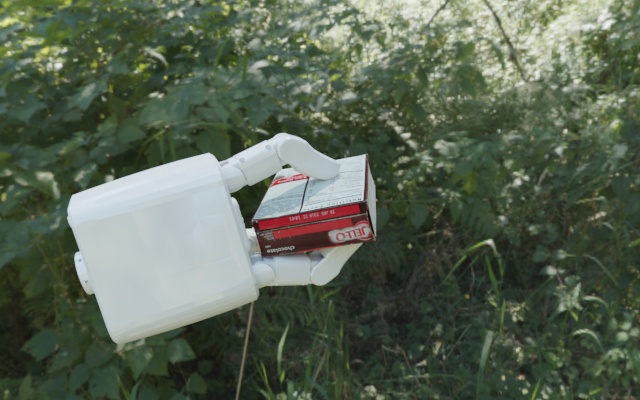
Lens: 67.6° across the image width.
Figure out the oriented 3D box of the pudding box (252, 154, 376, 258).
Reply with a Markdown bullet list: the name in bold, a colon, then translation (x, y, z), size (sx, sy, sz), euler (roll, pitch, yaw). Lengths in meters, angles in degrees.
- **pudding box**: translation (0.000, 0.001, 0.400), size (0.090, 0.039, 0.113), euler (-9, 24, 10)
